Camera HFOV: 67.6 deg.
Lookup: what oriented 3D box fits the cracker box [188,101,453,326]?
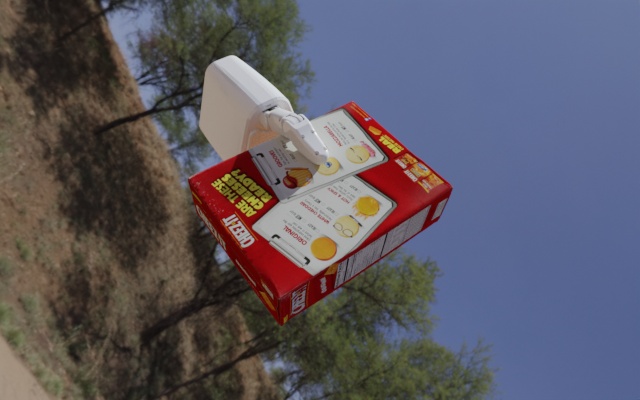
[{"bbox_3d":[0.000,0.001,0.499,0.213,0.164,0.072,-30,-31,-23],"label":"cracker box"}]
